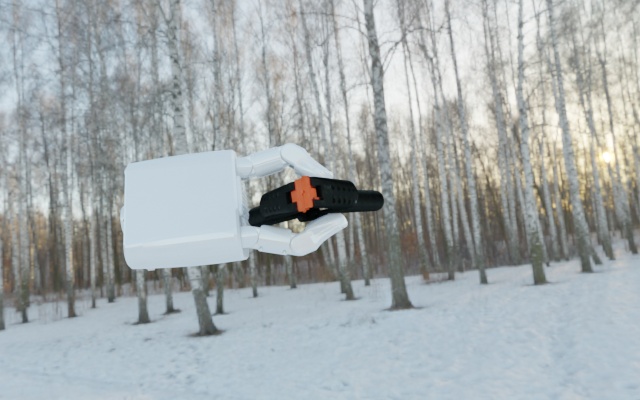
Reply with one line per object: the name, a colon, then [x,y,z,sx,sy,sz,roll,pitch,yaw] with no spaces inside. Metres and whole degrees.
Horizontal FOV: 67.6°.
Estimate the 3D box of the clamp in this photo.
clamp: [0.000,0.001,0.491,0.164,0.036,0.210,-9,-5,-5]
